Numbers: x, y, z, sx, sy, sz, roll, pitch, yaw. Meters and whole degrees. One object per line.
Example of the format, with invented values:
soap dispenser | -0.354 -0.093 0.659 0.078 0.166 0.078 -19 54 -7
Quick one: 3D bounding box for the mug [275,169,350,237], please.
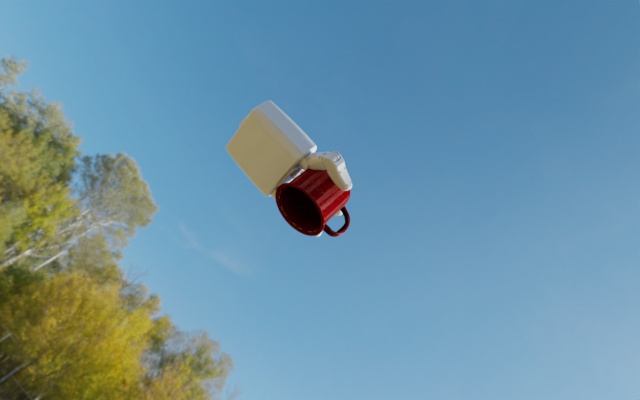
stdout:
mug | 0.001 0.003 0.728 0.081 0.117 0.093 -41 -3 -37
